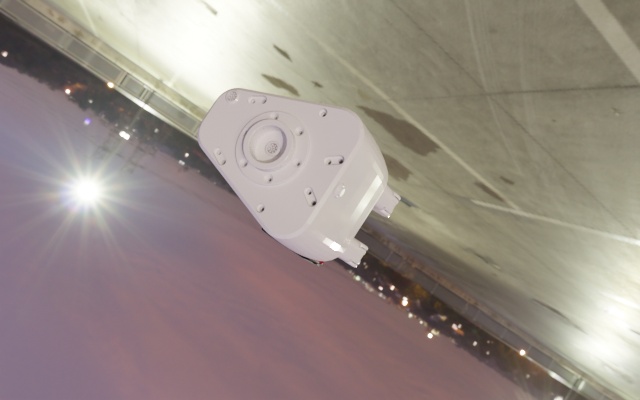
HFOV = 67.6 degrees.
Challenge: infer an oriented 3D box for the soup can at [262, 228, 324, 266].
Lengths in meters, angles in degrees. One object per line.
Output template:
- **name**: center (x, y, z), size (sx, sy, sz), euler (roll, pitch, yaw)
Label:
- **soup can**: center (0.000, 0.002, 0.445), size (0.068, 0.102, 0.068), euler (33, -3, 2)
